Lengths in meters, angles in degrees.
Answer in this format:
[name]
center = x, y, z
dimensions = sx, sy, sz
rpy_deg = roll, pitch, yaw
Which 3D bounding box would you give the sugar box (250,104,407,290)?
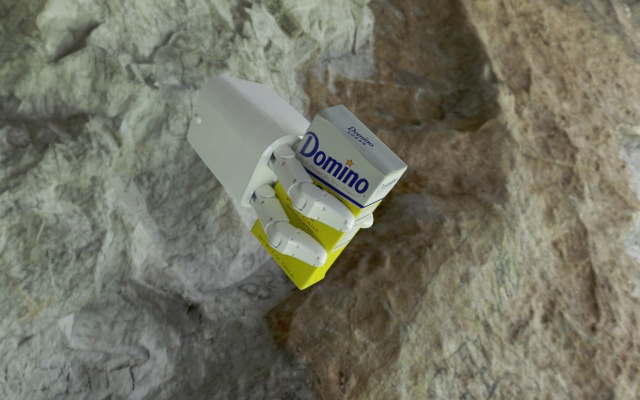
[sugar box]
center = 0.000, 0.002, 0.483
dimensions = 0.048, 0.093, 0.176
rpy_deg = -25, -26, -46
